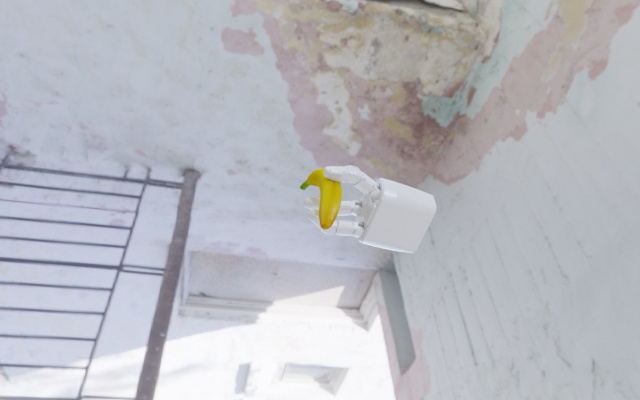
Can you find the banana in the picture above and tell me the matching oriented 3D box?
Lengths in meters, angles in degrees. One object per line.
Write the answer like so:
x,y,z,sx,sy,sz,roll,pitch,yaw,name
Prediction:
0.008,-0.015,0.810,0.037,0.069,0.197,24,13,-18,banana
